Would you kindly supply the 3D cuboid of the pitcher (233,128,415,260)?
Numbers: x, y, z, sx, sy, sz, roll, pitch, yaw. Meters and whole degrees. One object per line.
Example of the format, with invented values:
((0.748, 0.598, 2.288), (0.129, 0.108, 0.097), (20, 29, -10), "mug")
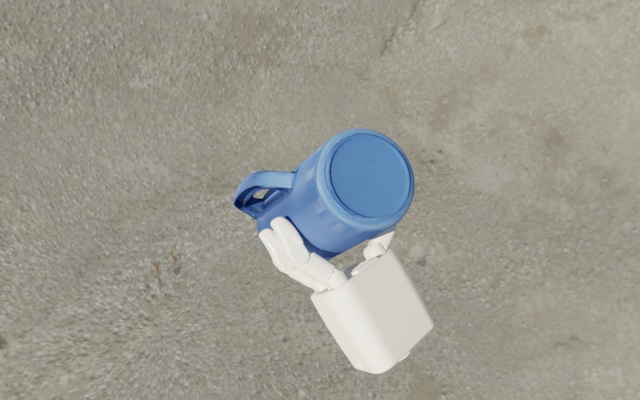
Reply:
((0.000, 0.002, 0.575), (0.149, 0.145, 0.243), (-29, -3, -23), "pitcher")
